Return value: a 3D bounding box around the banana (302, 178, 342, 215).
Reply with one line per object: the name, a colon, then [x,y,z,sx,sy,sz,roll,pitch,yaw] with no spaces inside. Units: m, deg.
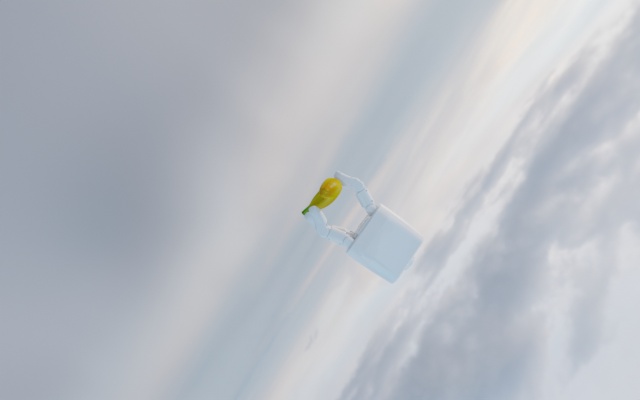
banana: [0.011,-0.010,0.894,0.037,0.069,0.198,40,-17,1]
